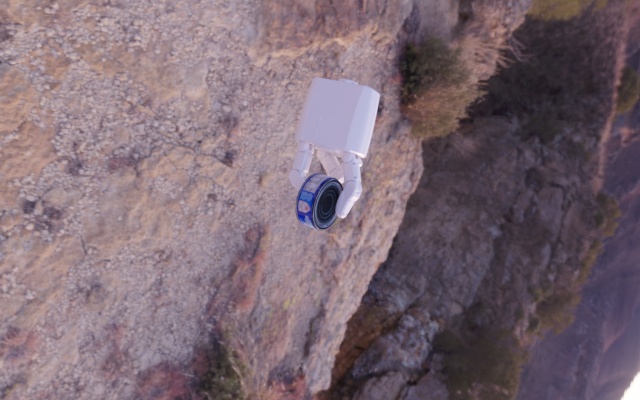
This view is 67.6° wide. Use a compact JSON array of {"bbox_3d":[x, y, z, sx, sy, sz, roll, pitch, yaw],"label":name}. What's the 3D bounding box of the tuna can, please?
[{"bbox_3d":[0.001,0.003,0.742,0.033,0.086,0.086,18,10,32],"label":"tuna can"}]
